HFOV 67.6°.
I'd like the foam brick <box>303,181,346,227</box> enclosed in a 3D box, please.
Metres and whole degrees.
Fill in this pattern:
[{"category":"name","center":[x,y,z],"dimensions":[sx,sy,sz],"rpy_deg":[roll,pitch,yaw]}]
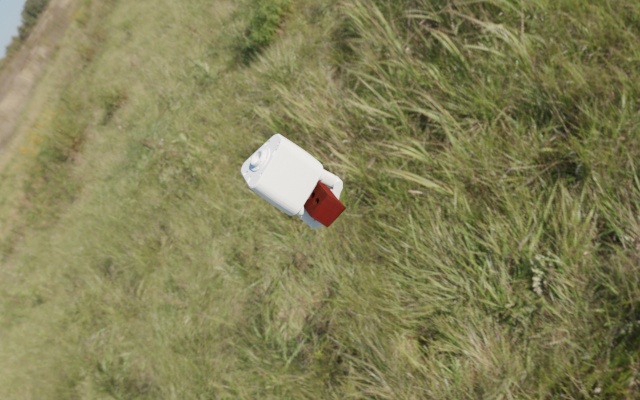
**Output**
[{"category":"foam brick","center":[0.000,0.003,0.899],"dimensions":[0.051,0.053,0.078],"rpy_deg":[35,10,-36]}]
